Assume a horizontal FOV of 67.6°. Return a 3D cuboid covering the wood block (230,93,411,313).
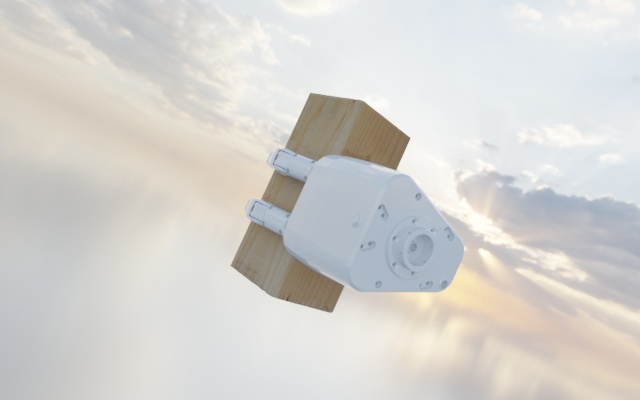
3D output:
[{"bbox_3d":[0.001,0.002,0.512,0.091,0.206,0.090,27,-3,-41],"label":"wood block"}]
